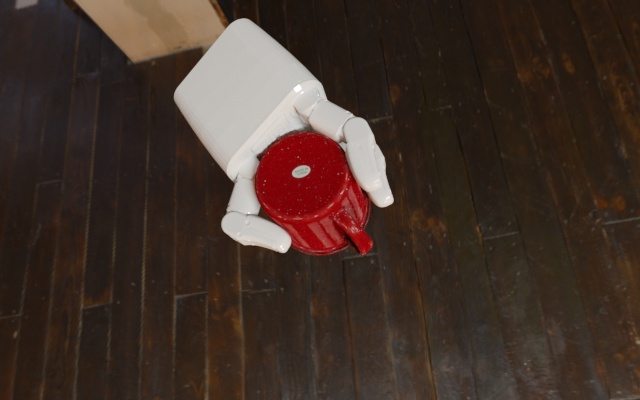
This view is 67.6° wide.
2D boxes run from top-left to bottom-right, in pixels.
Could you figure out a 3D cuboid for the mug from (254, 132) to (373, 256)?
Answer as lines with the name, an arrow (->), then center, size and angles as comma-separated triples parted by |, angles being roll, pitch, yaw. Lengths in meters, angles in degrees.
mug -> 0.001, 0.002, 0.411 | 0.093, 0.117, 0.081 | -41, -24, -4
